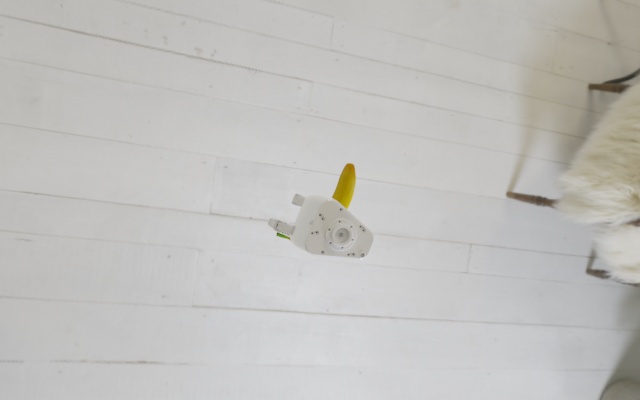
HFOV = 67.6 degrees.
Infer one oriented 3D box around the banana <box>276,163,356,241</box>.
[{"bbox_3d":[0.010,0.019,0.892,0.198,0.069,0.037,-44,10,-6],"label":"banana"}]
